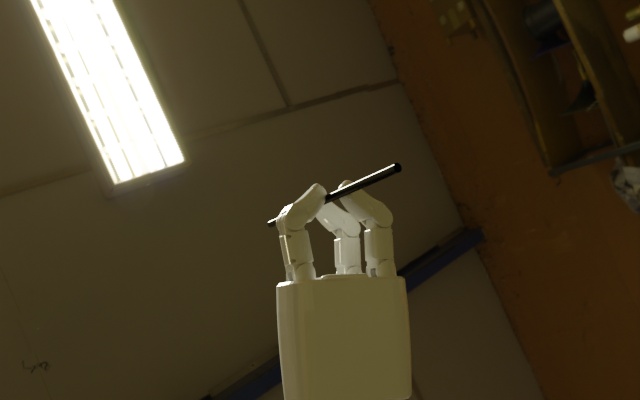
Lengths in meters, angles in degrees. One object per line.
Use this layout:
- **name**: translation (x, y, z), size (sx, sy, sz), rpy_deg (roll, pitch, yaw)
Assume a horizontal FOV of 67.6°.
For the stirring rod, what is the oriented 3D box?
- **stirring rod**: translation (0.000, 0.002, 0.470), size (0.011, 0.011, 0.239), rpy_deg (0, -13, -31)
